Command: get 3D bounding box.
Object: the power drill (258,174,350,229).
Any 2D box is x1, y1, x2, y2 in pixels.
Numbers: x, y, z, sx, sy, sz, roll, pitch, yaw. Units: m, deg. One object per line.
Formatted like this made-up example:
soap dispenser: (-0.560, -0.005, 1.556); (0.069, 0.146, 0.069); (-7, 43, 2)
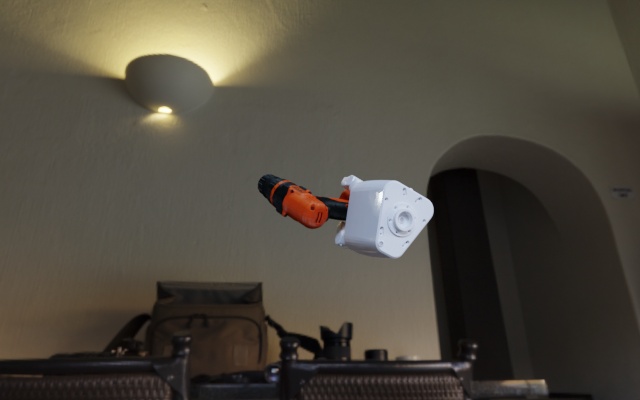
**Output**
power drill: (0.001, 0.003, 0.840); (0.187, 0.057, 0.184); (4, 19, -37)
